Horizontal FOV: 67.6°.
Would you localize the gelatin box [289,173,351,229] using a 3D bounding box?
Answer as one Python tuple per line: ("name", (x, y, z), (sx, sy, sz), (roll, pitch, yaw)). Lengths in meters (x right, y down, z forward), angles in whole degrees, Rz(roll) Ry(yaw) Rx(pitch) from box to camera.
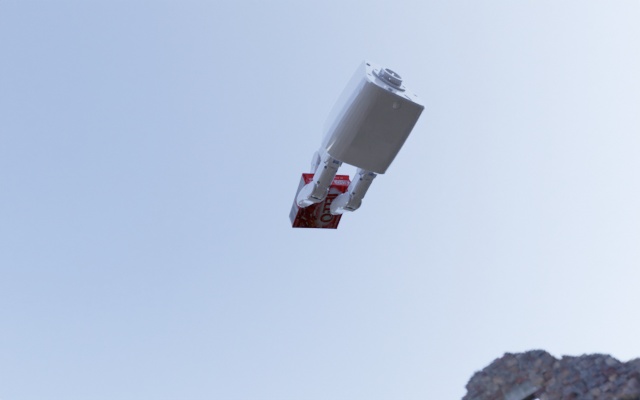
("gelatin box", (0.000, 0.002, 0.700), (0.073, 0.089, 0.030), (3, 41, -21))
